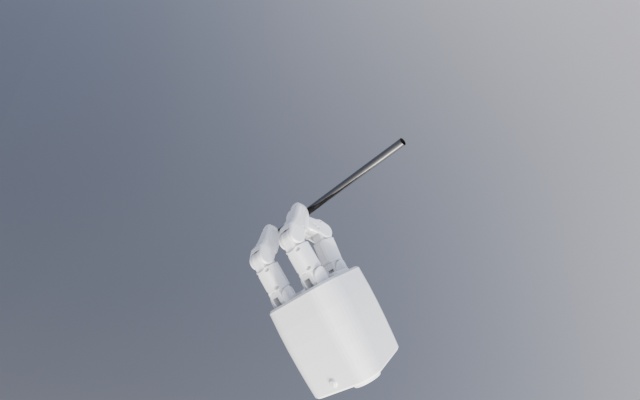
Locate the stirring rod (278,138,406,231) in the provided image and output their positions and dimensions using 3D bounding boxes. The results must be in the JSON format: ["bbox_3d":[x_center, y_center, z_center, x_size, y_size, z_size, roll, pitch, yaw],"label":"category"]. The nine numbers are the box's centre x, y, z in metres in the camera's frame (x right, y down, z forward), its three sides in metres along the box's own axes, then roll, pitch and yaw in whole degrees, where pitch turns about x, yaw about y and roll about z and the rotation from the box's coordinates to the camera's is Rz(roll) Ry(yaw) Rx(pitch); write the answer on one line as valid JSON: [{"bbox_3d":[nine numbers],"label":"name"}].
[{"bbox_3d":[0.000,0.002,0.524,0.011,0.011,0.240,0,-29,-48],"label":"stirring rod"}]
